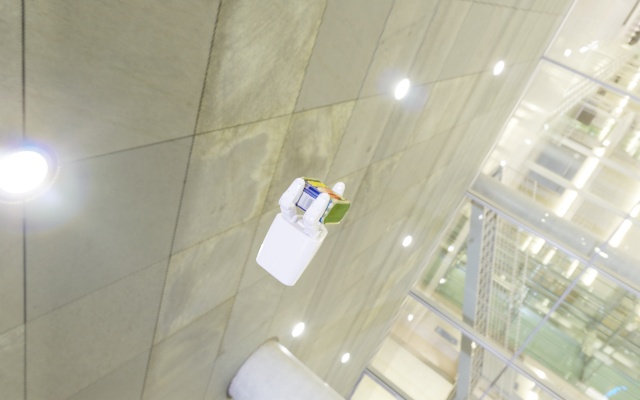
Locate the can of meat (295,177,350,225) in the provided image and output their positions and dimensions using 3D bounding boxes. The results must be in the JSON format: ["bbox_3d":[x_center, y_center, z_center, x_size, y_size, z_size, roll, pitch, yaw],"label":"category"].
[{"bbox_3d":[0.000,0.003,0.899,0.084,0.057,0.102,35,12,21],"label":"can of meat"}]
